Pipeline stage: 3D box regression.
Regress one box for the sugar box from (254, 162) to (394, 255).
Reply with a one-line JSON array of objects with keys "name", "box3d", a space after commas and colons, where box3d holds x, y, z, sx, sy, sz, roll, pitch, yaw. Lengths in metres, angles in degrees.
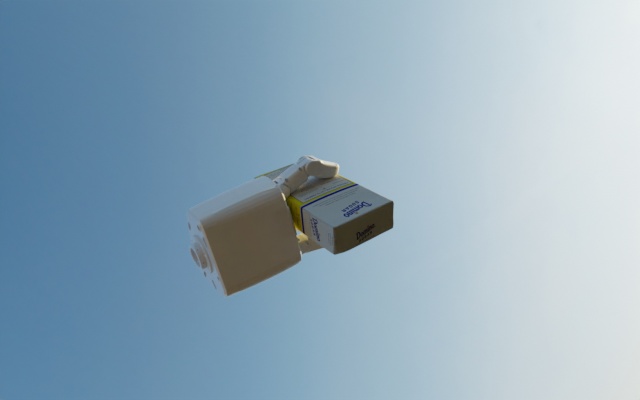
[{"name": "sugar box", "box3d": [0.000, 0.002, 0.610, 0.093, 0.048, 0.176, -22, 35, -29]}]
